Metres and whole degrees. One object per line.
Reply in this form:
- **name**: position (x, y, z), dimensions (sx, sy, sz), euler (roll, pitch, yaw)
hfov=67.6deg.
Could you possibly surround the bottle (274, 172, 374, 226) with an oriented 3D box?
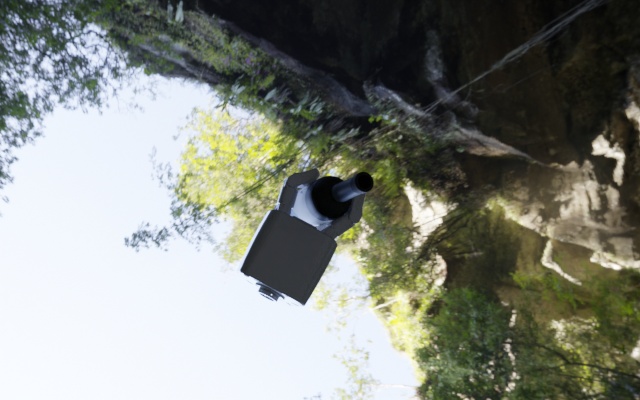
- **bottle**: position (0.000, 0.002, 0.751), dimensions (0.069, 0.069, 0.296), euler (0, -10, -23)
